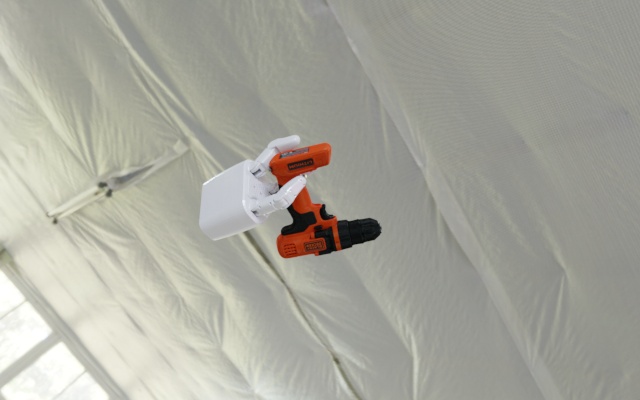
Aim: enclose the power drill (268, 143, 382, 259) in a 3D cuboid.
[{"bbox_3d":[0.000,0.002,0.804,0.184,0.188,0.057,-12,18,3],"label":"power drill"}]
